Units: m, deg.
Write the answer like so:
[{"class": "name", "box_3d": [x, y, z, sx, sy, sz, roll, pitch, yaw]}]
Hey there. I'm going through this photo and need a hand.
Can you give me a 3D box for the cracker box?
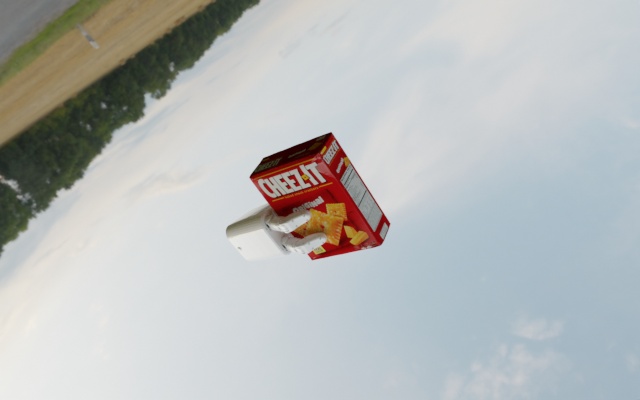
[{"class": "cracker box", "box_3d": [0.000, 0.003, 0.854, 0.164, 0.214, 0.072, -16, 31, 36]}]
